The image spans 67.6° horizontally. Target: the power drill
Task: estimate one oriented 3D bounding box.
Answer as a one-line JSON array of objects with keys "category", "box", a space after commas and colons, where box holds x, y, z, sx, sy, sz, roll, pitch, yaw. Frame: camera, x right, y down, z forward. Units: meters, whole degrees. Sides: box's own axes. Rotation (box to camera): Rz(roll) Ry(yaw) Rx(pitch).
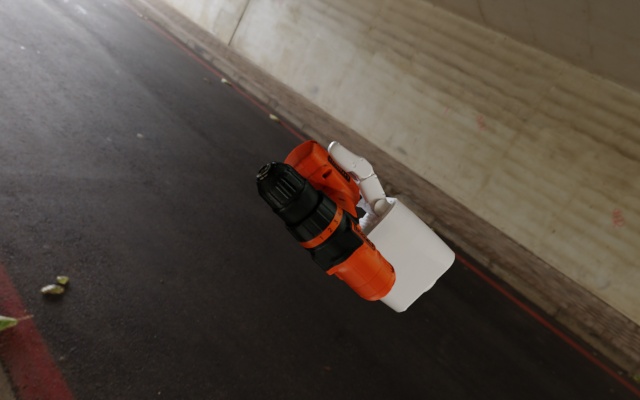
[{"category": "power drill", "box": [0.000, 0.002, 0.523, 0.057, 0.184, 0.187, -36, 25, 14]}]
